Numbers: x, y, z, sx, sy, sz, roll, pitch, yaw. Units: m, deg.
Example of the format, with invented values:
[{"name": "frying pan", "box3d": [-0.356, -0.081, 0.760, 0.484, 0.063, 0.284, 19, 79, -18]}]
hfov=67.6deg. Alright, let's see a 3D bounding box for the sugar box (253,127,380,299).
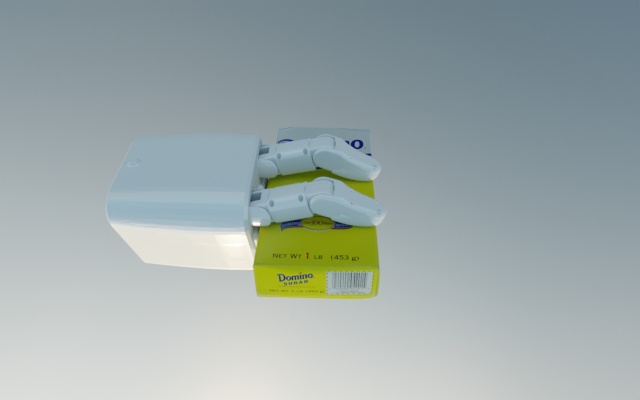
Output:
[{"name": "sugar box", "box3d": [0.000, 0.001, 0.412, 0.093, 0.048, 0.176, 1, 45, 1]}]
